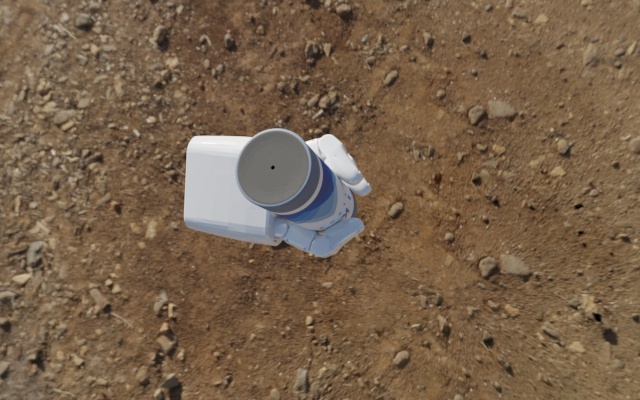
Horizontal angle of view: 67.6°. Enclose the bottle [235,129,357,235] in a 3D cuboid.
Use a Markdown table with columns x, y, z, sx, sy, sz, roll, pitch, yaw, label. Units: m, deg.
| x | y | z | sx | sy | sz | roll | pitch | yaw | label |
| --- | --- | --- | --- | --- | --- | --- | --- | --- | --- |
| 0.000 | 0.002 | 0.523 | 0.069 | 0.069 | 0.296 | 0 | -11 | 16 | bottle |
